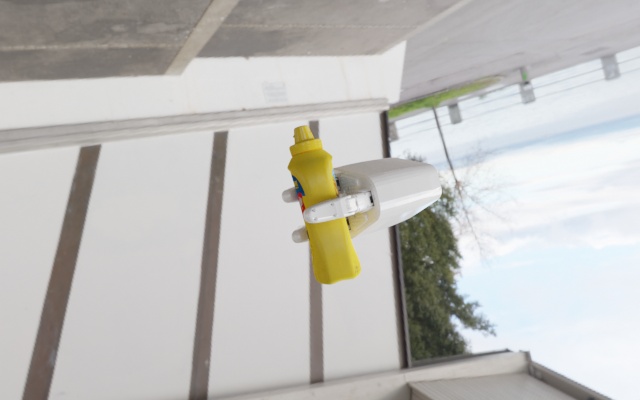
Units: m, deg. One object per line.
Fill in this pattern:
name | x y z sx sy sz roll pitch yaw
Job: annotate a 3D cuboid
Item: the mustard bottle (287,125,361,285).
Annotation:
mustard bottle | 0.000 0.002 0.588 0.058 0.191 0.096 -14 1 -2
